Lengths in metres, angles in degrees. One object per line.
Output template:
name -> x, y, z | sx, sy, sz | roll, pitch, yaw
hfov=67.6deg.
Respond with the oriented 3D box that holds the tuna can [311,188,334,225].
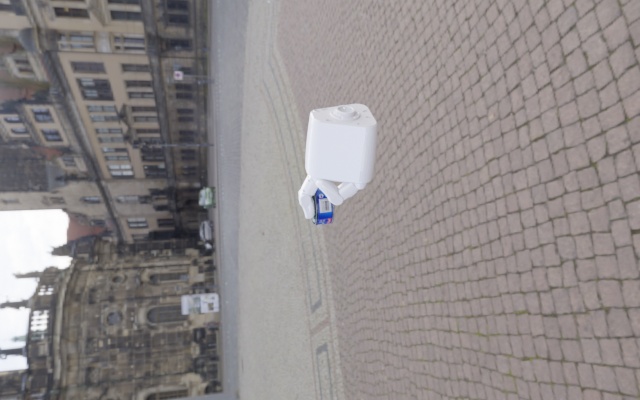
tuna can -> 0.000, 0.003, 0.897 | 0.034, 0.086, 0.086 | -7, 1, -11
